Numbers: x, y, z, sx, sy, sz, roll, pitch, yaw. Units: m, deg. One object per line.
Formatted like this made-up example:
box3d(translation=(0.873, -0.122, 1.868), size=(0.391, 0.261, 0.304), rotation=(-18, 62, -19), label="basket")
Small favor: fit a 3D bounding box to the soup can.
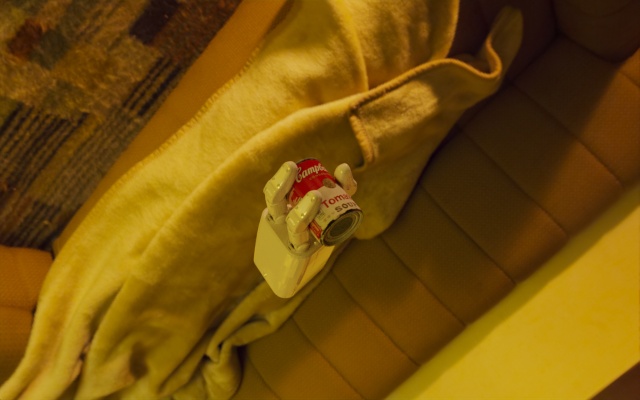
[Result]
box3d(translation=(0.000, 0.002, 0.625), size=(0.068, 0.068, 0.102), rotation=(0, 43, -50), label="soup can")
